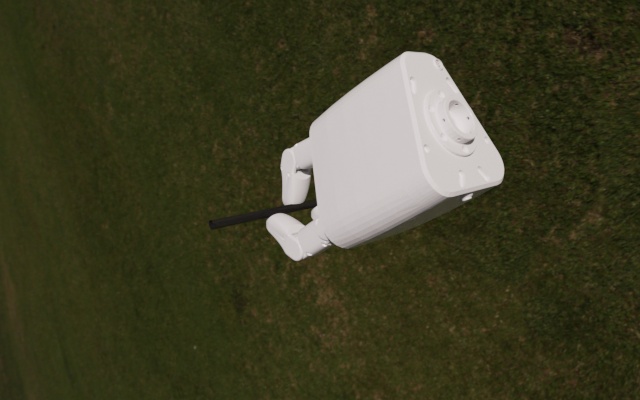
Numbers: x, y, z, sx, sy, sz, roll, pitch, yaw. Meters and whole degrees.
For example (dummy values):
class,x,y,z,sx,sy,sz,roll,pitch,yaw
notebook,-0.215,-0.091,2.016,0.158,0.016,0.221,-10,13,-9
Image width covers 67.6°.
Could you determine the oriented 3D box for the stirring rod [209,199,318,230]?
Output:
class,x,y,z,sx,sy,sz,roll,pitch,yaw
stirring rod,0.000,0.001,0.469,0.239,0.011,0.011,-12,8,-40
